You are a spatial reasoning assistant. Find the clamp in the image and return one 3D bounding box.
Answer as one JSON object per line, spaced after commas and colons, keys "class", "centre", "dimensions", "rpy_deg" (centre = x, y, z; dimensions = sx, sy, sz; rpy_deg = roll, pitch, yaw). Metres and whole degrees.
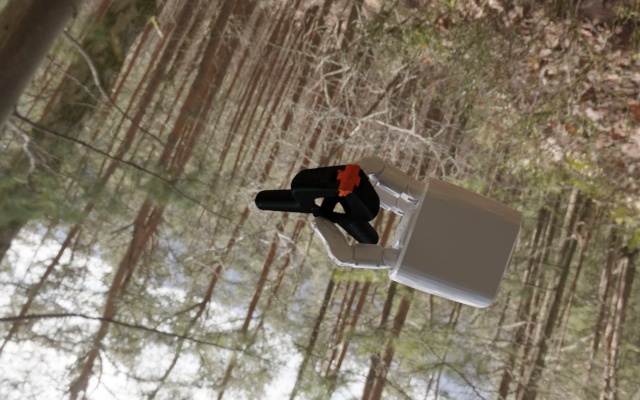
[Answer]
{"class": "clamp", "centre": [0.000, 0.002, 0.524], "dimensions": [0.164, 0.036, 0.210], "rpy_deg": [17, -16, 2]}
